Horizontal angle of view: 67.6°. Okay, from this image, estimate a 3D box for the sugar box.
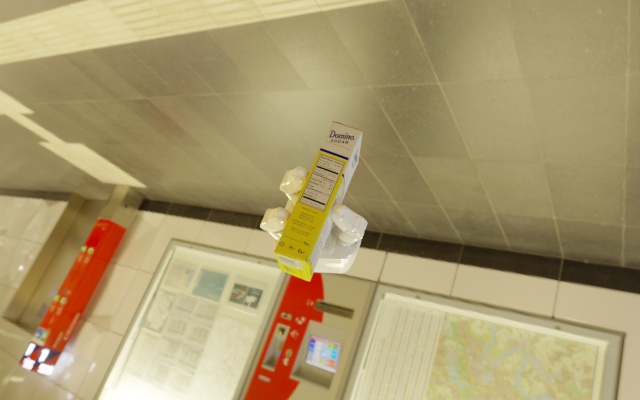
[{"bbox_3d":[0.000,0.002,0.582,0.048,0.176,0.093,18,-20,7],"label":"sugar box"}]
